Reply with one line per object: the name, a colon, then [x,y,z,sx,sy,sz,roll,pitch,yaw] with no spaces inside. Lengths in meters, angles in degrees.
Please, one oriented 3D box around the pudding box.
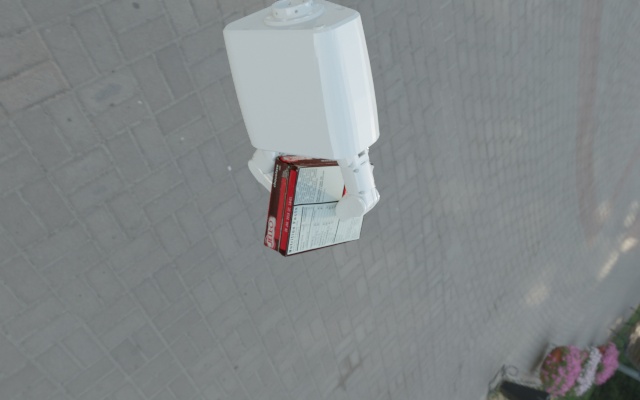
pudding box: [0.000,0.002,0.478,0.113,0.090,0.039,-6,23,-44]
